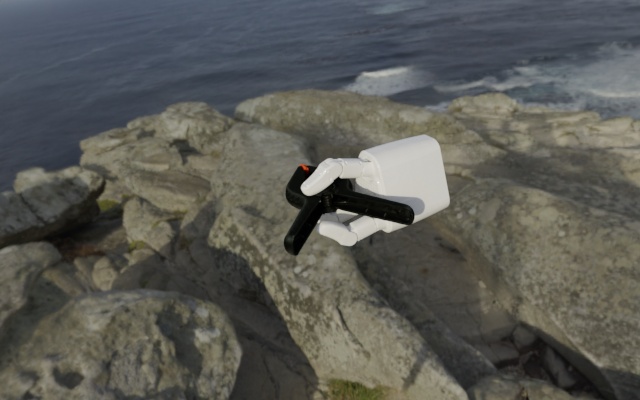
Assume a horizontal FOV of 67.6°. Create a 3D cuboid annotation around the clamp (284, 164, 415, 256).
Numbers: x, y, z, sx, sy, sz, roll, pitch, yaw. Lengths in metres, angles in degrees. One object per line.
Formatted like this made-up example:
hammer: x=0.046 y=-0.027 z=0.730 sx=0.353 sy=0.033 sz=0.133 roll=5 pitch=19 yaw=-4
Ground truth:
clamp: x=0.000 y=0.001 z=0.636 sx=0.164 sy=0.036 sz=0.210 roll=-16 pitch=29 yaw=-21
